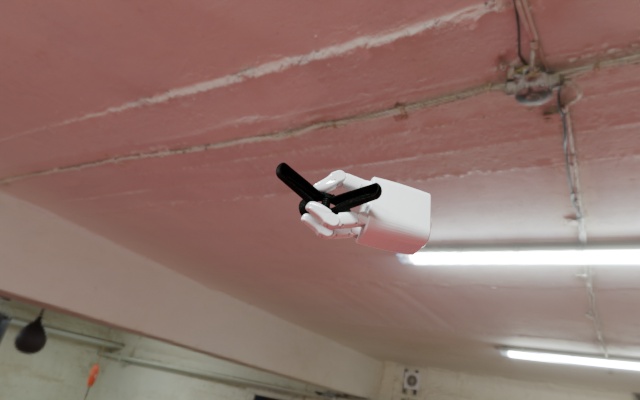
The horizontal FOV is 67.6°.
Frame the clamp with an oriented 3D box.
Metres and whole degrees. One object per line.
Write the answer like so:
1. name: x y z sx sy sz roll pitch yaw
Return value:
1. clamp: 0.000 0.002 0.806 0.164 0.036 0.210 16 -24 -2
